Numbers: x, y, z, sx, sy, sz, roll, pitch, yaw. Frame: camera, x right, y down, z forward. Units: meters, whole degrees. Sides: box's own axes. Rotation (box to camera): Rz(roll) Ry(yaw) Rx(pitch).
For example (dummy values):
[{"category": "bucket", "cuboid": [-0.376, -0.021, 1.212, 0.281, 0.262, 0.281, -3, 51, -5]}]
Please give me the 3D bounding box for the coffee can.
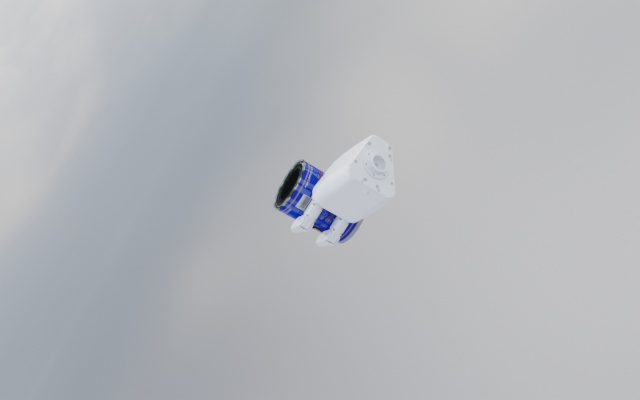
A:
[{"category": "coffee can", "cuboid": [0.000, 0.003, 0.874, 0.140, 0.103, 0.103, 29, -10, -18]}]
